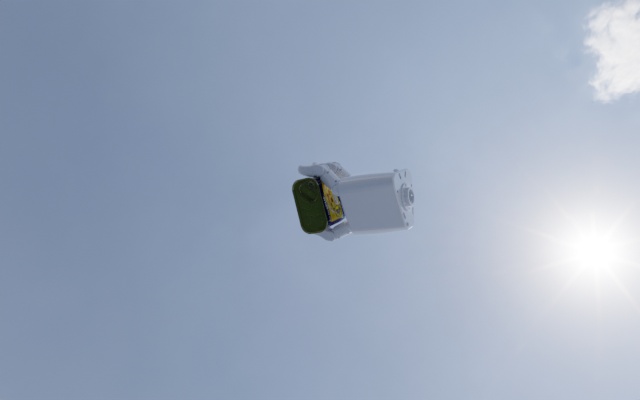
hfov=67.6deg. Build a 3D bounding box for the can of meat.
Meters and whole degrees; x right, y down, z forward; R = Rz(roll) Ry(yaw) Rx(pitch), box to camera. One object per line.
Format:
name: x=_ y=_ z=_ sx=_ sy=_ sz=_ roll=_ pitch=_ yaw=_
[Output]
can of meat: x=0.000 y=0.003 z=0.892 sx=0.057 sy=0.102 sz=0.084 roll=-12 pitch=4 yaw=32
